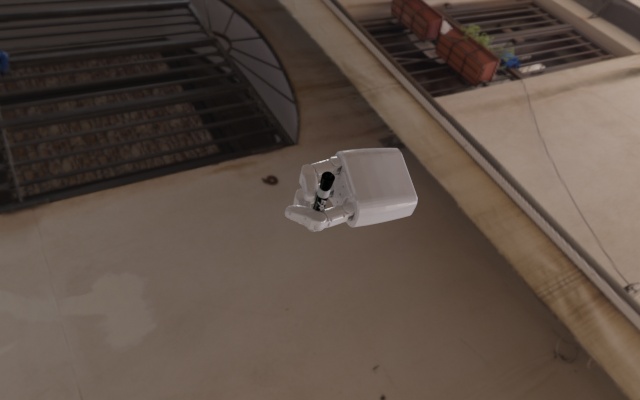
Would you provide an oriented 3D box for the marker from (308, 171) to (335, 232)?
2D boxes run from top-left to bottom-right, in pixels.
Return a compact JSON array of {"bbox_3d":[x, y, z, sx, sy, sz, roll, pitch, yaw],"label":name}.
[{"bbox_3d":[0.000,0.002,0.684,0.020,0.020,0.121,0,-39,-15],"label":"marker"}]
